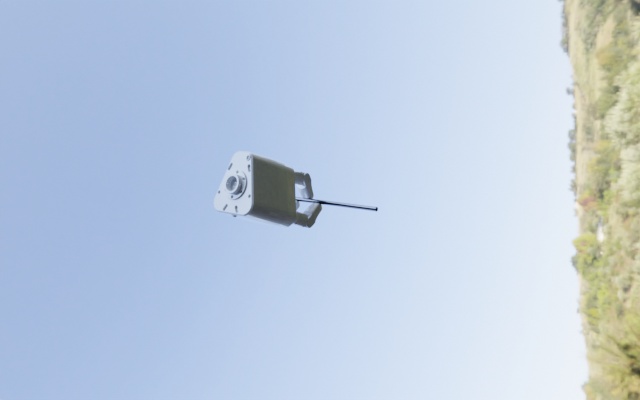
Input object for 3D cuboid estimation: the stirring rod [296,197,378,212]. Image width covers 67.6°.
[{"bbox_3d":[0.000,0.003,0.882,0.239,0.011,0.011,7,4,37],"label":"stirring rod"}]
